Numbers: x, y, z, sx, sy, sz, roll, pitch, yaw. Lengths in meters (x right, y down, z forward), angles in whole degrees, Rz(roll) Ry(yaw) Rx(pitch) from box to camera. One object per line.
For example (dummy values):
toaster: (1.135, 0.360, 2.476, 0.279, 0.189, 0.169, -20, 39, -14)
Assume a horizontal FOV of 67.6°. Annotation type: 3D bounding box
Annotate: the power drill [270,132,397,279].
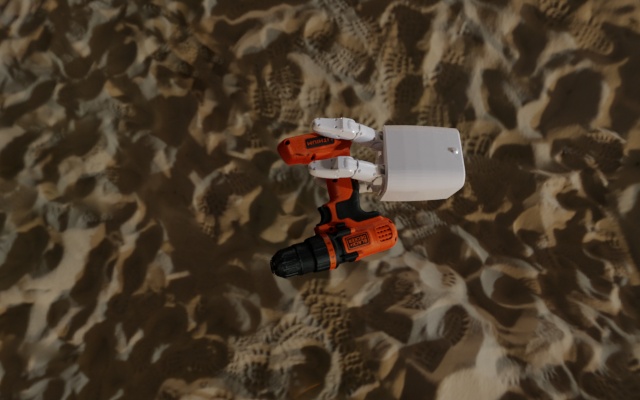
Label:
power drill: (0.000, 0.002, 0.663, 0.184, 0.187, 0.057, -14, -6, -20)
